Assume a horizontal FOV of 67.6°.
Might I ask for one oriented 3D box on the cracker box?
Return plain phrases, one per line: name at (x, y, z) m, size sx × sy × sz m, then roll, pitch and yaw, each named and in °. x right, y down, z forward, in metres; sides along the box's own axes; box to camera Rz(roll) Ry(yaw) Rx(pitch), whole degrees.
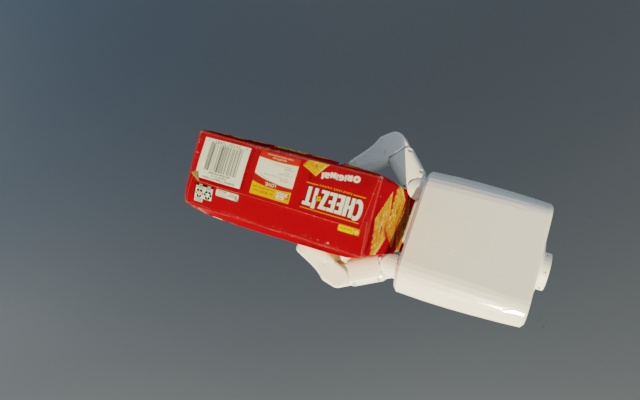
cracker box at (0.000, 0.001, 0.465) m, size 0.164 × 0.072 × 0.214 m, roll 16°, pitch 0°, yaw 20°
